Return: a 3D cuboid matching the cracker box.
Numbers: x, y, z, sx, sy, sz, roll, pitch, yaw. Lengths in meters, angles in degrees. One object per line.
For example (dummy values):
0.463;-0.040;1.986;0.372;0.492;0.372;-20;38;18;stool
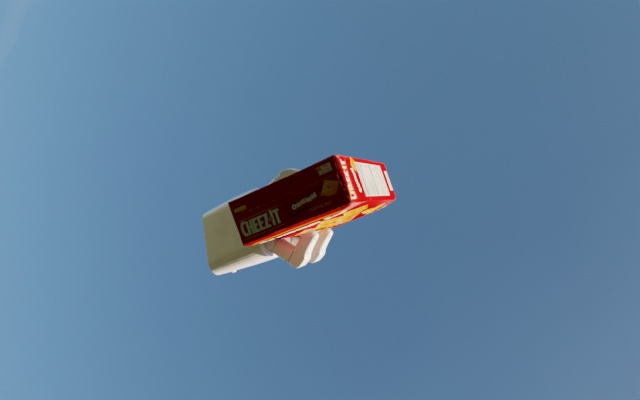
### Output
0.000;0.002;0.683;0.164;0.072;0.213;-23;-7;22;cracker box
